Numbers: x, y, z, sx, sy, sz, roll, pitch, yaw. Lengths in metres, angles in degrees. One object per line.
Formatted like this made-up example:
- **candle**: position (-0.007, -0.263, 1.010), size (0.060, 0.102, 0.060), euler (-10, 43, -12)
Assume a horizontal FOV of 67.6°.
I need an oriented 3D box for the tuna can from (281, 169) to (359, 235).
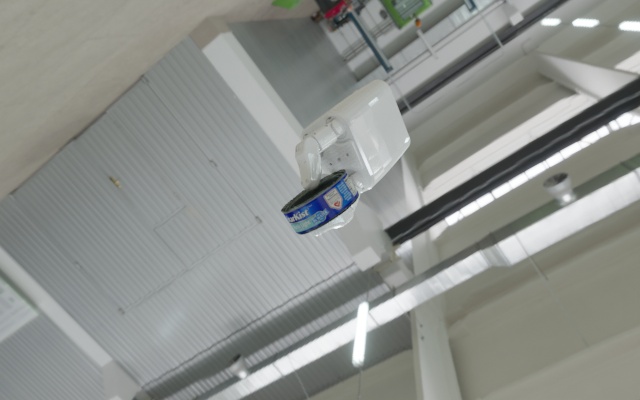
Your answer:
- **tuna can**: position (0.000, 0.002, 0.538), size (0.086, 0.034, 0.086), euler (-32, 10, 6)
